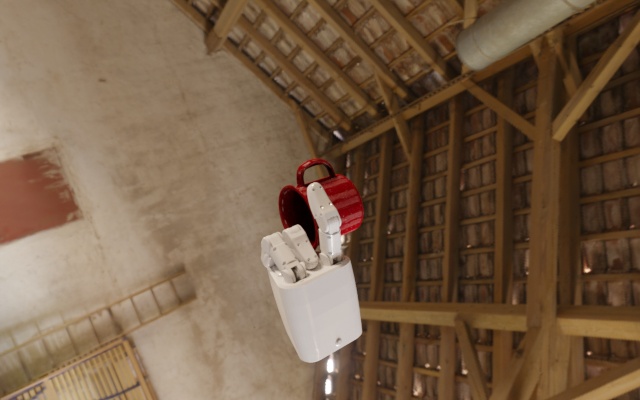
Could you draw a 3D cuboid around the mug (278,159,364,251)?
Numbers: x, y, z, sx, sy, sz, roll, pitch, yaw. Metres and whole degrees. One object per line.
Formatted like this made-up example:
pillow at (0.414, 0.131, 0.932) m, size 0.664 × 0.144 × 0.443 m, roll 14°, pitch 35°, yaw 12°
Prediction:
mug at (0.000, 0.001, 0.631) m, size 0.081 × 0.117 × 0.093 m, roll -20°, pitch 17°, yaw -30°
